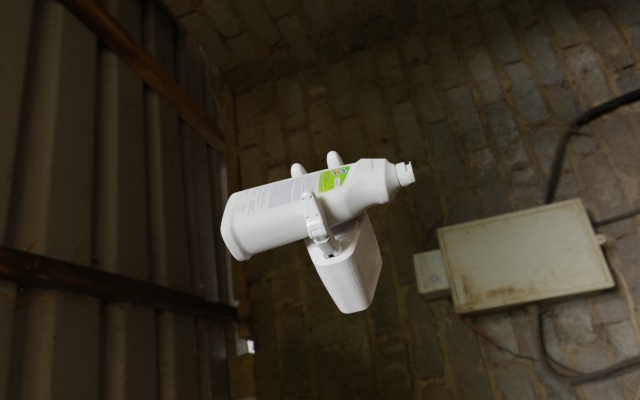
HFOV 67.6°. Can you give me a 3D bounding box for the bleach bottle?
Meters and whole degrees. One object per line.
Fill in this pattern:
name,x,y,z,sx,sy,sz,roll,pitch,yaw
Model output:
bleach bottle,0.000,0.002,0.628,0.251,0.068,0.102,-16,35,12
